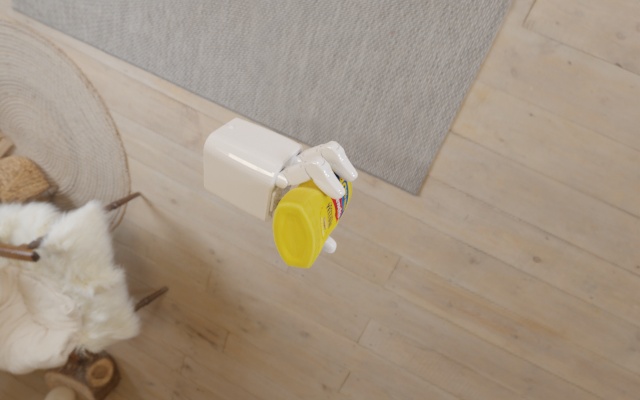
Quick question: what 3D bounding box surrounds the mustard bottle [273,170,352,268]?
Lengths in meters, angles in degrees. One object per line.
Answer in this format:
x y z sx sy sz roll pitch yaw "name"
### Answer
0.000 0.002 0.652 0.058 0.096 0.191 4 29 21 "mustard bottle"
